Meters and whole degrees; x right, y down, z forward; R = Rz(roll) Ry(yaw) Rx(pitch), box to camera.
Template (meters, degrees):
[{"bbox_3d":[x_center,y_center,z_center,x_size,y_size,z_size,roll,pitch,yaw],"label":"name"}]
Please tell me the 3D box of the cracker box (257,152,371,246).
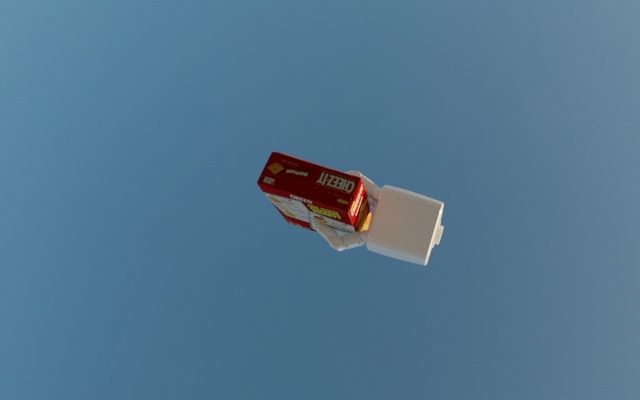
[{"bbox_3d":[0.000,0.003,0.856,0.164,0.072,0.214,17,-16,16],"label":"cracker box"}]
